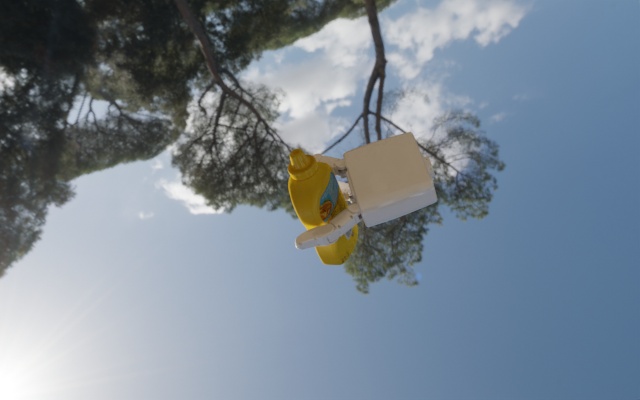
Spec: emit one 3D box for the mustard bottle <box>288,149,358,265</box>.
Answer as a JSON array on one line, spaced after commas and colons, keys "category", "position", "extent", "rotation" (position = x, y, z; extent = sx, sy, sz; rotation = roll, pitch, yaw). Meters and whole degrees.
[{"category": "mustard bottle", "position": [0.000, 0.003, 0.695], "extent": [0.058, 0.096, 0.192], "rotation": [-1, -44, 26]}]
